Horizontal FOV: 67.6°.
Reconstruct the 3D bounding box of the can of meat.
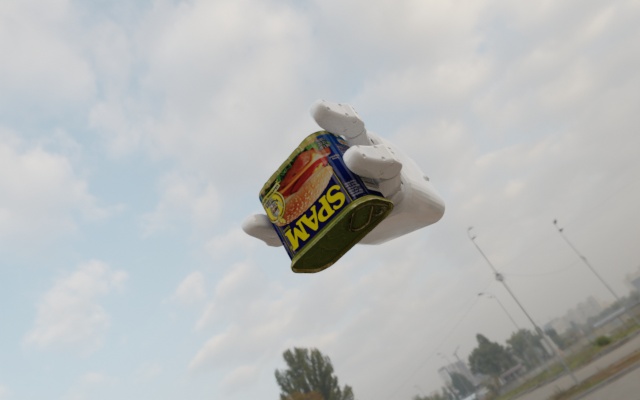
[{"bbox_3d":[0.000,0.001,0.425,0.102,0.084,0.057,-45,-31,24],"label":"can of meat"}]
